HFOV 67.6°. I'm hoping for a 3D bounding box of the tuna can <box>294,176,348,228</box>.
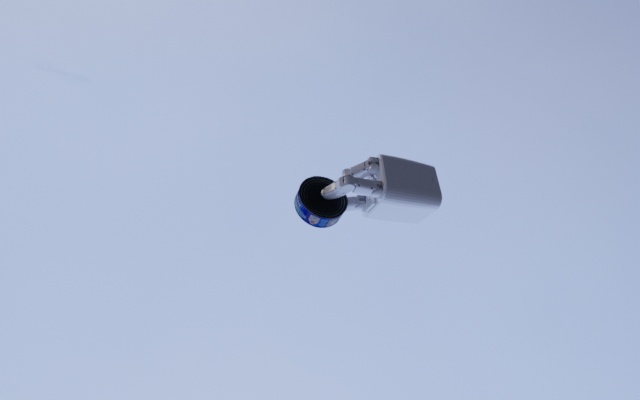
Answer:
[{"bbox_3d":[0.000,0.003,0.797,0.086,0.086,0.034,0,-35,-23],"label":"tuna can"}]
